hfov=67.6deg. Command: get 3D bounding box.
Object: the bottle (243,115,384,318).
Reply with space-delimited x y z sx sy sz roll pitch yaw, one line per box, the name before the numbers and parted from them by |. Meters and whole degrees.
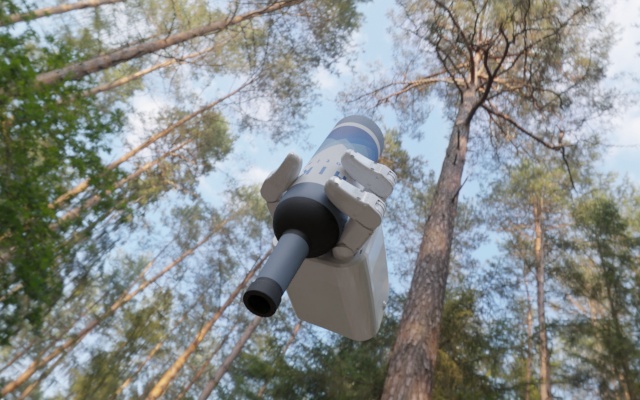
bottle | 0.000 0.001 0.474 0.069 0.069 0.295 0 31 22
